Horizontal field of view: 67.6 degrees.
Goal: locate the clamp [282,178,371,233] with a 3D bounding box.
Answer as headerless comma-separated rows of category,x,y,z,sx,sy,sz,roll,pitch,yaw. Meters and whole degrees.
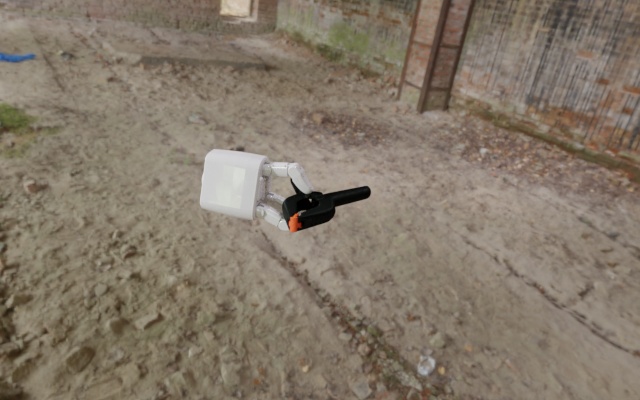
clamp,0.000,0.002,0.862,0.164,0.036,0.210,7,24,11
